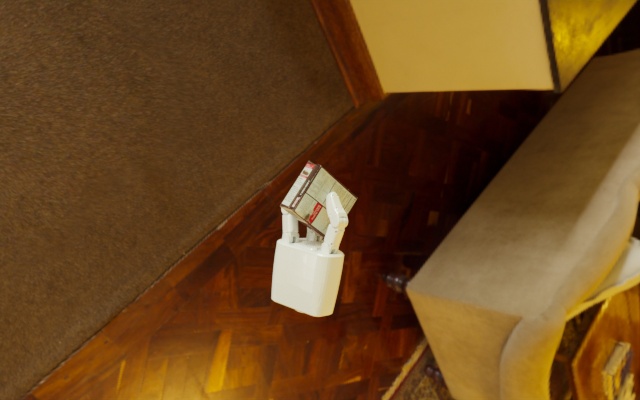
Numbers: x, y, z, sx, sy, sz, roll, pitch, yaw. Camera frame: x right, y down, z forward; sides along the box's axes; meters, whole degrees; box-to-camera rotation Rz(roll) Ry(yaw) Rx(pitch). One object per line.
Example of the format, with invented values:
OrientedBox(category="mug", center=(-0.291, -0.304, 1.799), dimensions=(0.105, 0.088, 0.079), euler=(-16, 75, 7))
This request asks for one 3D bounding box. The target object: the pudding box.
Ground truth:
OrientedBox(category="pudding box", center=(0.000, 0.003, 0.795), dimensions=(0.039, 0.090, 0.113), euler=(21, -14, 47))
